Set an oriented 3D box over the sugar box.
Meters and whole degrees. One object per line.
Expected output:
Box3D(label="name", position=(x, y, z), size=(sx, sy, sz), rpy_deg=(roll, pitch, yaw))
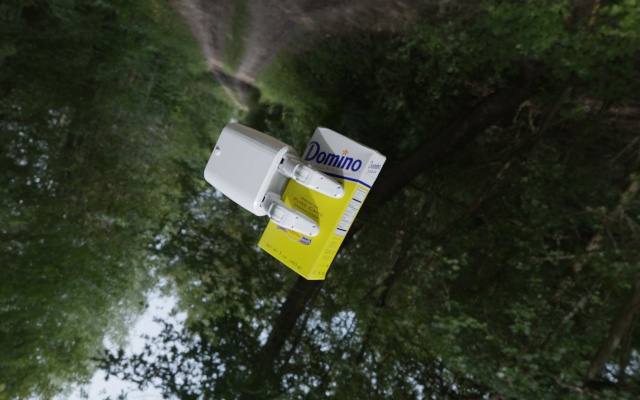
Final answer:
Box3D(label="sugar box", position=(0.000, 0.002, 0.605), size=(0.093, 0.176, 0.048), rpy_deg=(29, 7, 30))
